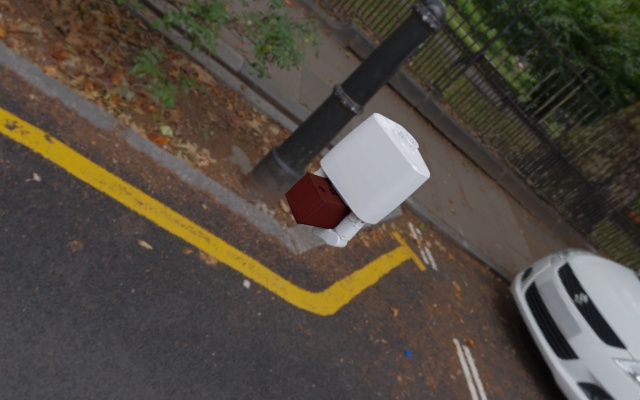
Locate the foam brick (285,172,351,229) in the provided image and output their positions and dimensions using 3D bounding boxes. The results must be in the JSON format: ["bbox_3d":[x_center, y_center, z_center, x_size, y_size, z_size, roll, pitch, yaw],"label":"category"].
[{"bbox_3d":[0.000,0.002,0.664,0.051,0.053,0.078,-42,-32,26],"label":"foam brick"}]
